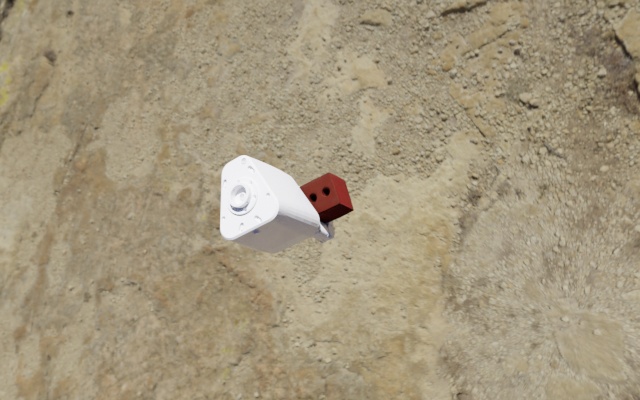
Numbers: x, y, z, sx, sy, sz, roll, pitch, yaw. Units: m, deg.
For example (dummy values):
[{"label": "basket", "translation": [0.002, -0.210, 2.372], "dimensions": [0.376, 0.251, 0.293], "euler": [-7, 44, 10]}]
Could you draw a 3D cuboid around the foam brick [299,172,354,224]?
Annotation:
[{"label": "foam brick", "translation": [0.000, 0.002, 0.705], "dimensions": [0.078, 0.053, 0.051], "euler": [-26, -24, 20]}]
